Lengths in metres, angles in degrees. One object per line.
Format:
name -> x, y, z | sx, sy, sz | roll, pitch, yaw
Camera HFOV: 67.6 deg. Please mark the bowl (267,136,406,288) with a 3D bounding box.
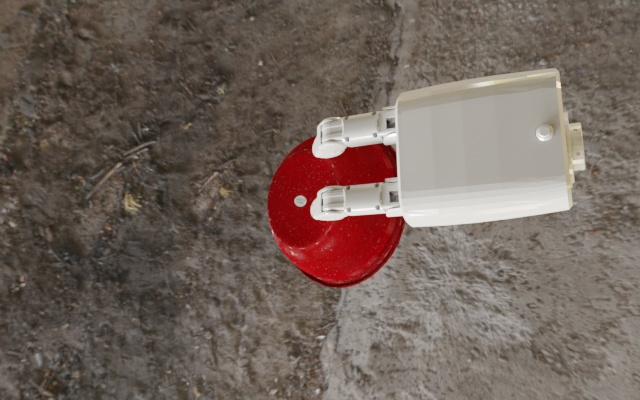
bowl -> -0.001, 0.002, 0.453 | 0.162, 0.162, 0.055 | 0, -7, 42
